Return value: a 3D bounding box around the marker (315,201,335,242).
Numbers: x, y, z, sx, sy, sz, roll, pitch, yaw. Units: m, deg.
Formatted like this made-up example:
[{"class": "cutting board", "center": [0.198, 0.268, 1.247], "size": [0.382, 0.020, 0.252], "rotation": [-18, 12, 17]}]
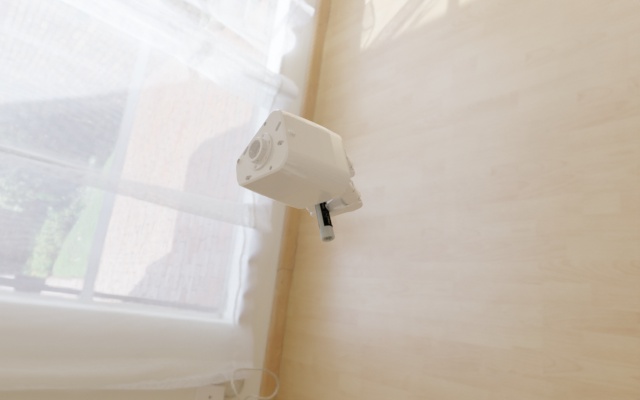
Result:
[{"class": "marker", "center": [0.000, 0.002, 0.678], "size": [0.020, 0.121, 0.020], "rotation": [-8, -33, -5]}]
